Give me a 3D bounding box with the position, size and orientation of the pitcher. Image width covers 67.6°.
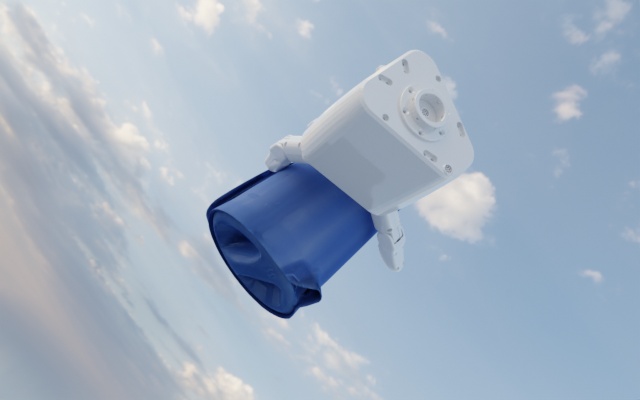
[{"bbox_3d":[0.000,0.002,0.540,0.242,0.149,0.145,-37,0,-30],"label":"pitcher"}]
